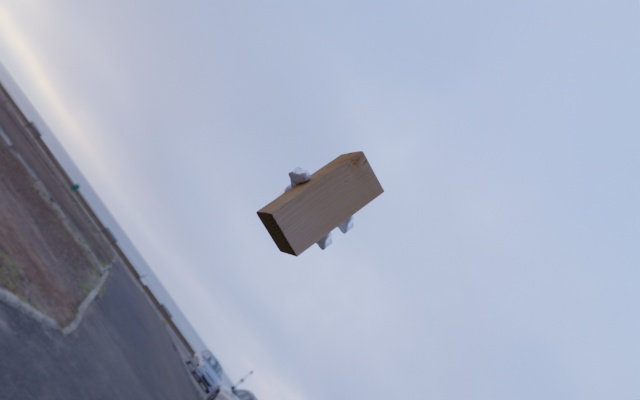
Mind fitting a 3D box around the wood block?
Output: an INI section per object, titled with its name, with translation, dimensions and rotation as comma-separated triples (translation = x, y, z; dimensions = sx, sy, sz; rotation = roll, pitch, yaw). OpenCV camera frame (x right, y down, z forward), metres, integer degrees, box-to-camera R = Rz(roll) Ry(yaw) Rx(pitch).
[wood block]
translation = 0.000, 0.003, 0.872
dimensions = 0.206, 0.091, 0.090
rotation = -36, 15, -20
